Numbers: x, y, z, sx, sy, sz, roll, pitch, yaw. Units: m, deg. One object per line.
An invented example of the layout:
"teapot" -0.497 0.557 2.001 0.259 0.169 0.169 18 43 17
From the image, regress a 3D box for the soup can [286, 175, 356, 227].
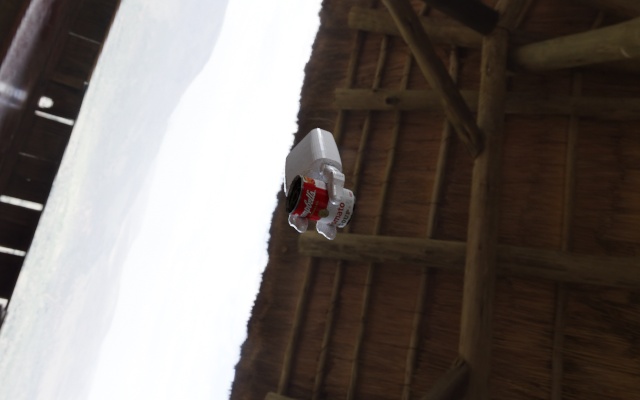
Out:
"soup can" 0.000 0.003 0.812 0.102 0.068 0.068 16 -6 -21
